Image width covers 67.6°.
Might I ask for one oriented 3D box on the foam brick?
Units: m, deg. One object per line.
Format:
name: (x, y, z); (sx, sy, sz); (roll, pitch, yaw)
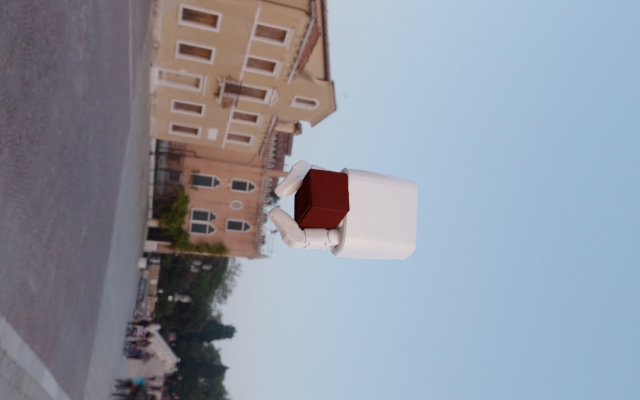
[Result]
foam brick: (0.000, 0.002, 0.606); (0.051, 0.053, 0.078); (7, -27, -16)
